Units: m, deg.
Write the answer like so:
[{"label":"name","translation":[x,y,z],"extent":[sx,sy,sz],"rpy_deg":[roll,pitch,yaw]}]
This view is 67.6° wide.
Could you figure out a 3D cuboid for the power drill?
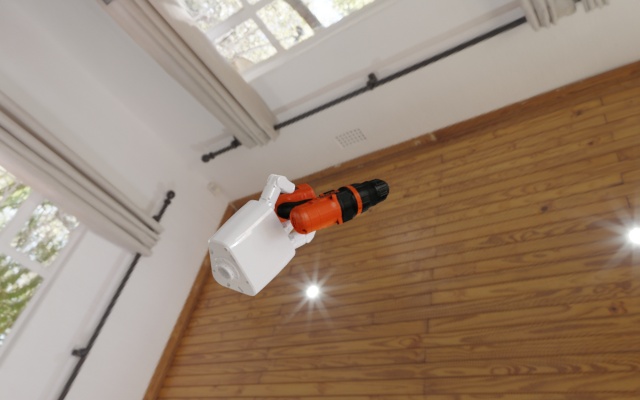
[{"label":"power drill","translation":[0.000,0.003,0.815],"extent":[0.184,0.057,0.187],"rpy_deg":[-19,10,-30]}]
